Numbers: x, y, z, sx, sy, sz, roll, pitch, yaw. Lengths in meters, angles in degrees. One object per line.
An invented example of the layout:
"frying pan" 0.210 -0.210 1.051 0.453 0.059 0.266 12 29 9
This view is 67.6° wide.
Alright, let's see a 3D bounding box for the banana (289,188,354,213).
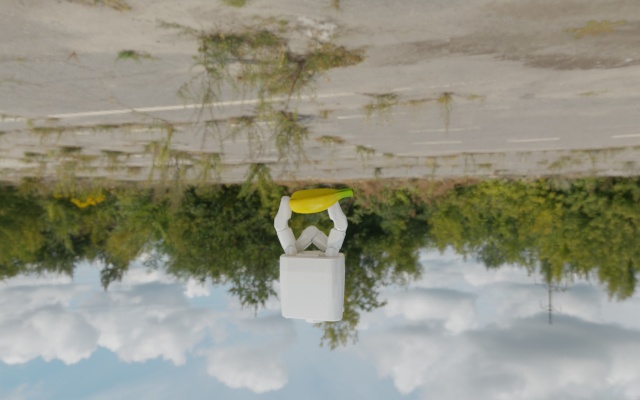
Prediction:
"banana" -0.016 0.002 0.779 0.069 0.037 0.198 1 -2 -21
